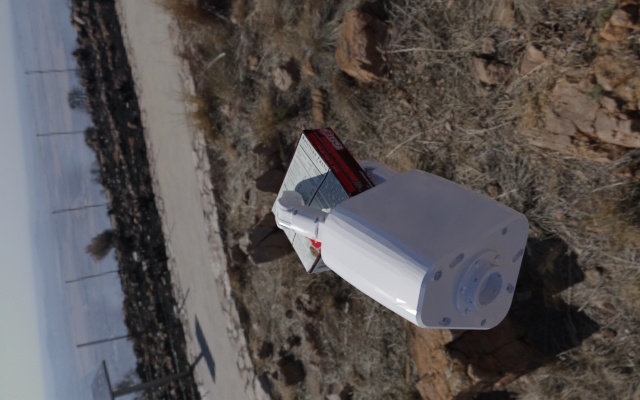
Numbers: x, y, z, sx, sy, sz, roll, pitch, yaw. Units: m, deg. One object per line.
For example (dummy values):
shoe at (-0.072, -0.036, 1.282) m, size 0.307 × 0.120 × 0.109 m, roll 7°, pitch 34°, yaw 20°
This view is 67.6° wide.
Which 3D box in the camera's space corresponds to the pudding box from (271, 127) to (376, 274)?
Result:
pudding box at (0.000, 0.002, 0.454) m, size 0.039 × 0.090 × 0.114 m, roll -7°, pitch -40°, yaw -35°
